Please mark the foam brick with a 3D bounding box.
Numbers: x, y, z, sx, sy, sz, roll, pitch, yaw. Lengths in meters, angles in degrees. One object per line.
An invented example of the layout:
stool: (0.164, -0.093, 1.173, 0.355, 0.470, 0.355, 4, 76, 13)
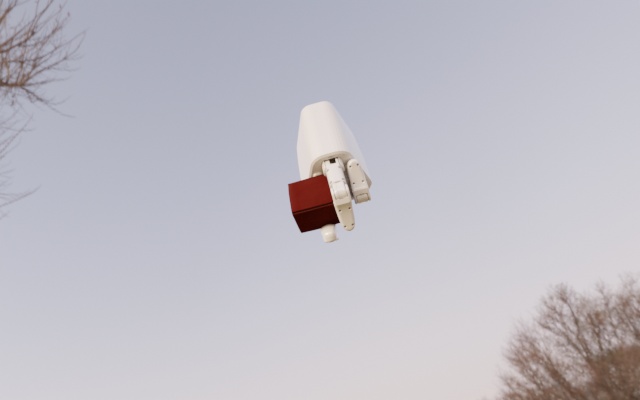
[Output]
foam brick: (0.000, 0.002, 0.647, 0.078, 0.051, 0.053, -15, -35, 1)
